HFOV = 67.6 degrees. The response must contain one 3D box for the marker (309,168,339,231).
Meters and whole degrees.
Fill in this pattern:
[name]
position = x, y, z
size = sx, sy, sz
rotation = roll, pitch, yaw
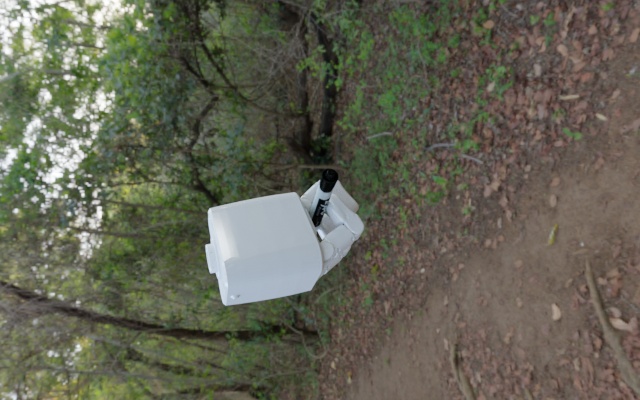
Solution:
[marker]
position = 0.000, 0.002, 0.550
size = 0.020, 0.020, 0.121
rotation = 0, -31, -12
